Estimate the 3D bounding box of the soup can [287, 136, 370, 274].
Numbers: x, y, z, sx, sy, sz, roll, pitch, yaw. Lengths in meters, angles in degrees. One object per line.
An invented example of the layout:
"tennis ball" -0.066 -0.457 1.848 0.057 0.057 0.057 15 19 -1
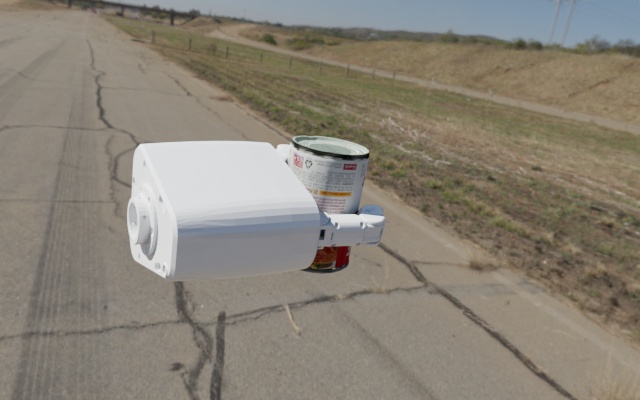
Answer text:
"soup can" 0.001 0.001 0.409 0.068 0.102 0.068 9 18 -3
